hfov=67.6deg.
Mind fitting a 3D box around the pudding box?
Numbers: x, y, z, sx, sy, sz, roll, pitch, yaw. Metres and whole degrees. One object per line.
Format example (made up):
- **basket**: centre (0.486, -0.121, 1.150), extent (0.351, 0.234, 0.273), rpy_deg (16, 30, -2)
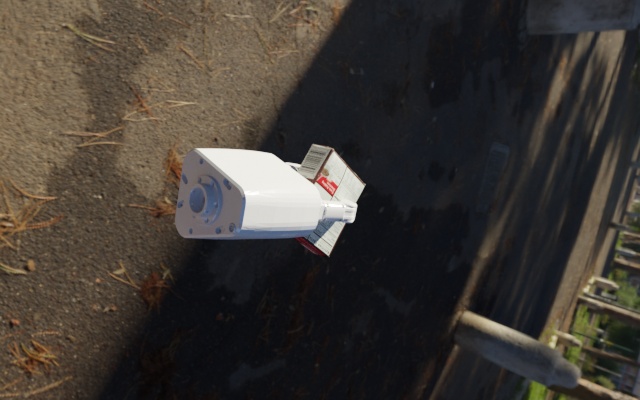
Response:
- **pudding box**: centre (0.000, 0.002, 0.592), extent (0.039, 0.113, 0.090), rpy_deg (18, -18, 41)
